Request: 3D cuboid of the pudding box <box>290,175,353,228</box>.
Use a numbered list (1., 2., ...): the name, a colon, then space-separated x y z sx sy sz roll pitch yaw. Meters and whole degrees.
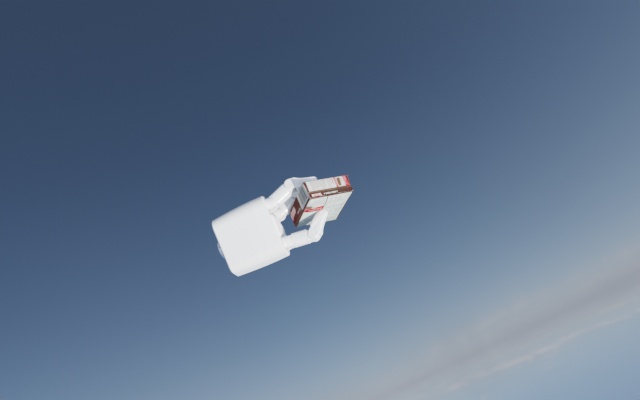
1. pudding box: 0.000 0.003 0.882 0.090 0.039 0.113 -12 -25 -24
